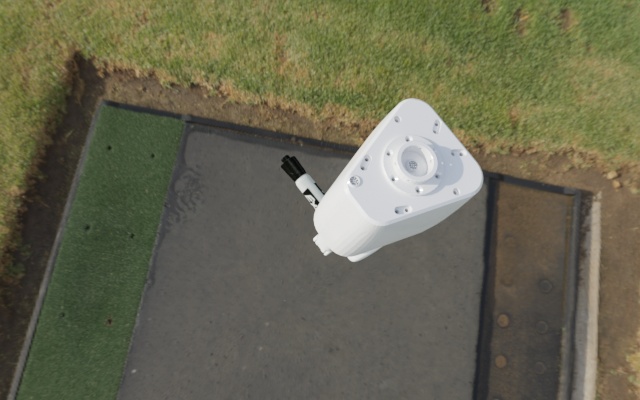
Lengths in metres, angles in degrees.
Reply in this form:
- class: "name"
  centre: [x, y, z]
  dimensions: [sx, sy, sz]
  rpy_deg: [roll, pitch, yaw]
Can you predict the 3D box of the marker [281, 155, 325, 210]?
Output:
- class: "marker"
  centre: [0.000, 0.002, 0.491]
  dimensions: [0.020, 0.121, 0.020]
  rpy_deg: [-38, -6, -5]
